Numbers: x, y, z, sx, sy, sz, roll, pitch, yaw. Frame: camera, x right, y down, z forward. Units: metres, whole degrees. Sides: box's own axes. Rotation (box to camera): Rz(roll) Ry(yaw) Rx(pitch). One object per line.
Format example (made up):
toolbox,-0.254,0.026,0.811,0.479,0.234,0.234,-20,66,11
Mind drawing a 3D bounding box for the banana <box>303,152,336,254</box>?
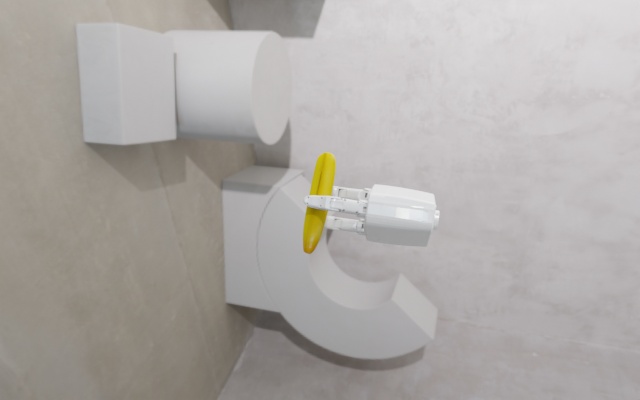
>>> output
banana,0.001,-0.009,0.807,0.037,0.197,0.070,9,-29,4
